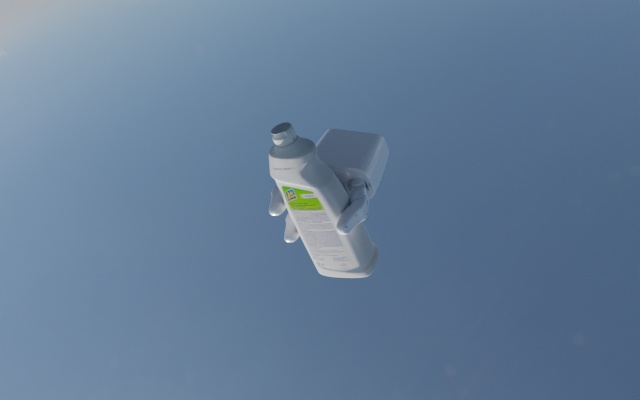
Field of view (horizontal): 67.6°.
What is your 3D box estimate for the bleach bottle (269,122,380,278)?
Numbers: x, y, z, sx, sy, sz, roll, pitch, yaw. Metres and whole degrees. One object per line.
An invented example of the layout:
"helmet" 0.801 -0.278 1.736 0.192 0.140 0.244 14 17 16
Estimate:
"bleach bottle" 0.000 0.002 0.677 0.102 0.251 0.068 -4 38 29
